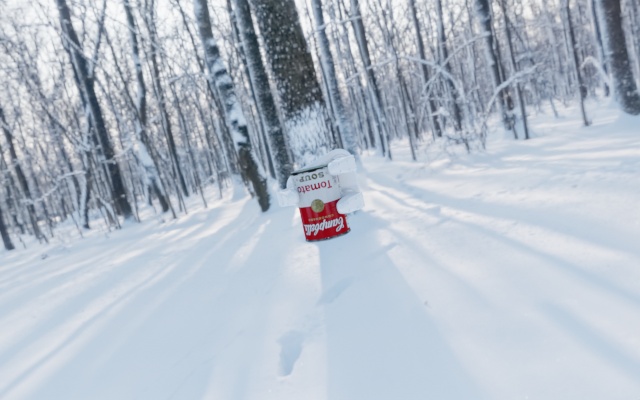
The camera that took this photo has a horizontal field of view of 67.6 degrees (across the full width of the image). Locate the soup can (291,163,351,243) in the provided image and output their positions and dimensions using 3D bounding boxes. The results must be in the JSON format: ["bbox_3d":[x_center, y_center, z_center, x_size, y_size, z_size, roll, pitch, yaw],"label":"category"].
[{"bbox_3d":[0.000,0.002,0.687,0.068,0.102,0.068,-13,7,1],"label":"soup can"}]
